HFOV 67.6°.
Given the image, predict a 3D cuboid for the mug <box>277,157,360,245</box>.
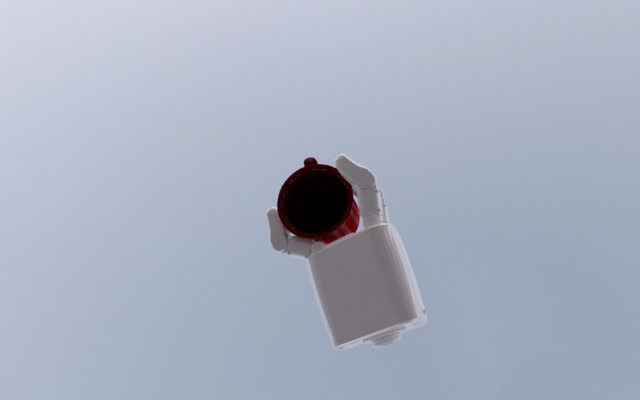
[{"bbox_3d":[0.000,0.001,0.598,0.093,0.117,0.081,-19,-23,9],"label":"mug"}]
